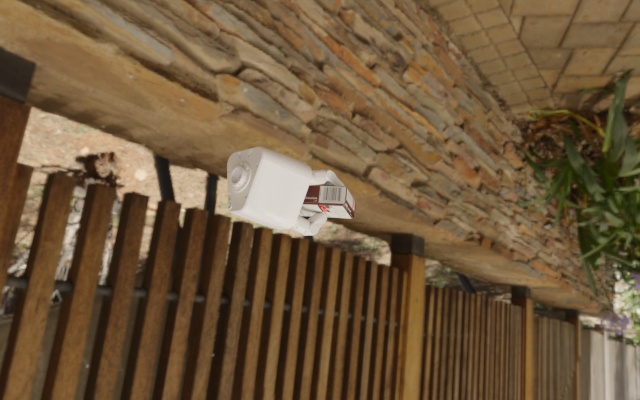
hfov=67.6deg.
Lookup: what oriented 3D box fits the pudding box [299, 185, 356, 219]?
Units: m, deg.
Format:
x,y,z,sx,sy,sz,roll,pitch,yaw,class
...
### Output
x,y,z,sx,sy,sz,roll,pitch,yaw,class
0.000,0.003,0.861,0.113,0.039,0.090,4,-15,16,pudding box
